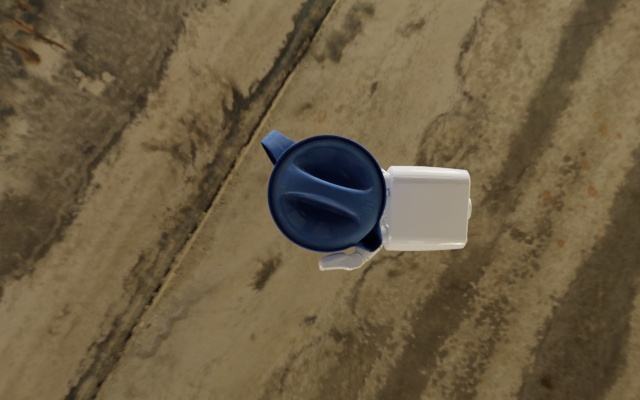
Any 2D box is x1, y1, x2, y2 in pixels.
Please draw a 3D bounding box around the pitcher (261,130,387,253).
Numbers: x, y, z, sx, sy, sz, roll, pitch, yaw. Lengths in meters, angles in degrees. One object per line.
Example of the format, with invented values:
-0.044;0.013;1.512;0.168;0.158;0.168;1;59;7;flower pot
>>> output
0.000;0.002;0.641;0.145;0.149;0.243;0;-9;-1;pitcher
